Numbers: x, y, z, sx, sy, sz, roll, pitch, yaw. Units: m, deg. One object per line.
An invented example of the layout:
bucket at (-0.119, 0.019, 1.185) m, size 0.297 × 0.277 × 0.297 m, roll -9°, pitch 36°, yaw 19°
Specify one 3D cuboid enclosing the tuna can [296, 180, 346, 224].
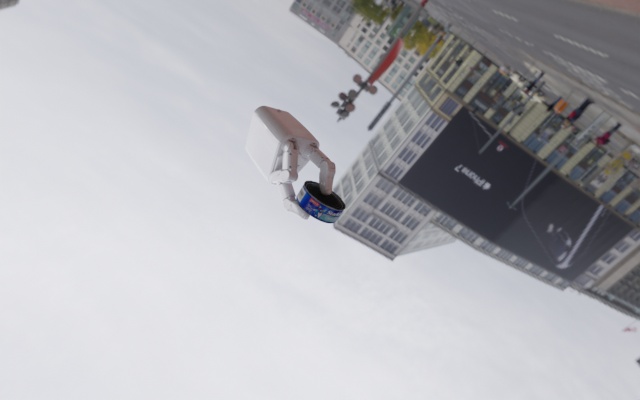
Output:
tuna can at (0.000, 0.003, 0.850) m, size 0.086 × 0.034 × 0.086 m, roll 29°, pitch 20°, yaw -12°
